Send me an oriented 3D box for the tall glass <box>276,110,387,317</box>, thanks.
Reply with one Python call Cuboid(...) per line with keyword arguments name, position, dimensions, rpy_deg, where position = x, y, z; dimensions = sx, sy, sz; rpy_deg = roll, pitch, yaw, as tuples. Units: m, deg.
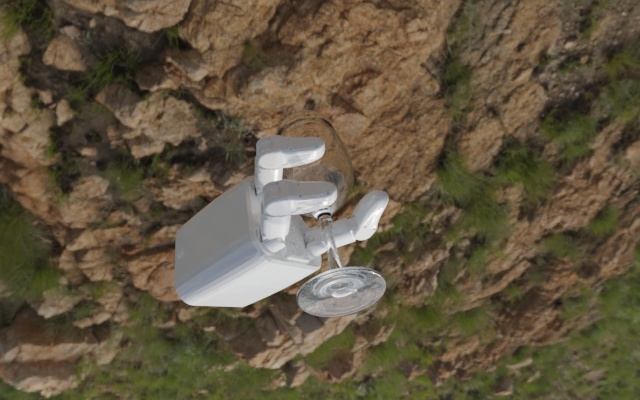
Cuboid(name="tall glass", position=(0.000, 0.002, 0.448), dimensions=(0.079, 0.200, 0.079), rpy_deg=(-7, -40, -6))
